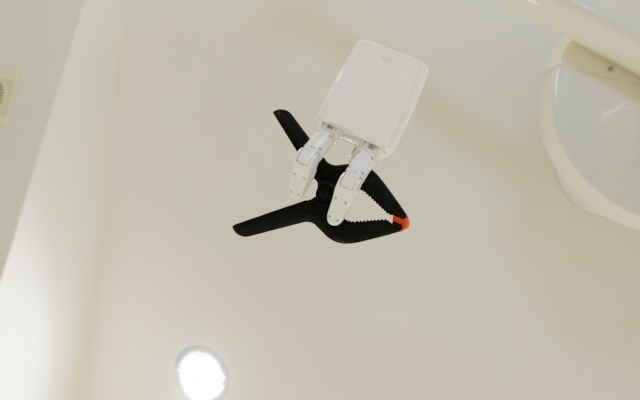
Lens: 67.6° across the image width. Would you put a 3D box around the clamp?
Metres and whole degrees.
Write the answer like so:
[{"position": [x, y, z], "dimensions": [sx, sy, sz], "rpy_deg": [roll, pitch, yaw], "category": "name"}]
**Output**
[{"position": [0.001, 0.002, 0.568], "dimensions": [0.210, 0.164, 0.036], "rpy_deg": [27, 3, 17], "category": "clamp"}]
